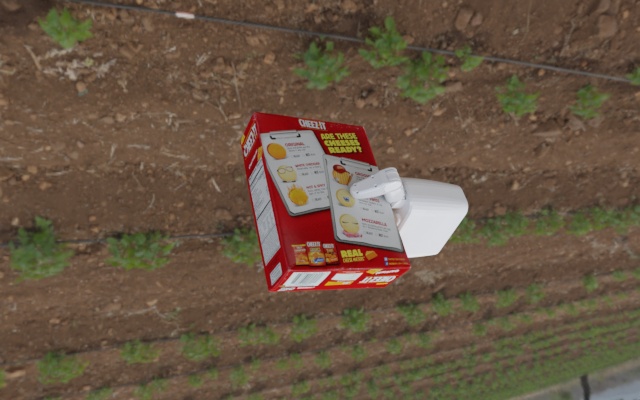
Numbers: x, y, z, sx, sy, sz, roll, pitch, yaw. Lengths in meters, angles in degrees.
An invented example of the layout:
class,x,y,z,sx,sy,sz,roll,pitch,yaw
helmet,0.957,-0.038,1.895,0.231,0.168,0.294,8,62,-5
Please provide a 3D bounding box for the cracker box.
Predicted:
class,x,y,z,sx,sy,sz,roll,pitch,yaw
cracker box,0.000,0.002,0.590,0.164,0.213,0.072,3,-33,-30
